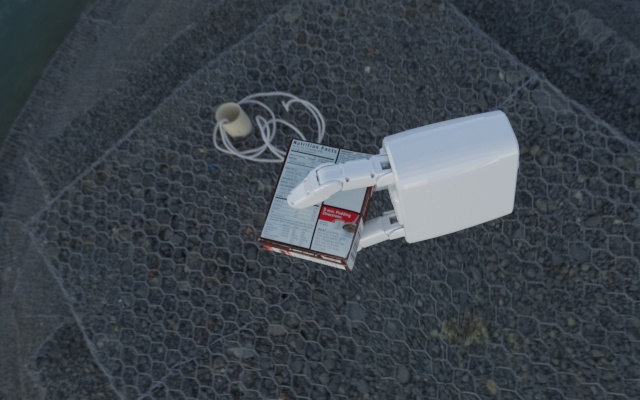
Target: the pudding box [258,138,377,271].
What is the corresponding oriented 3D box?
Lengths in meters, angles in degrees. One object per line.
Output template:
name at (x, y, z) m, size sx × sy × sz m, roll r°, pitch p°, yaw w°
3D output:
pudding box at (0.000, 0.001, 0.462) m, size 0.090 × 0.113 × 0.039 m, roll 13°, pitch -20°, yaw 13°
